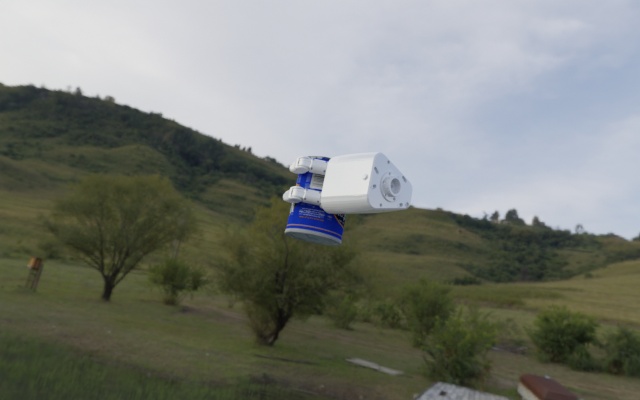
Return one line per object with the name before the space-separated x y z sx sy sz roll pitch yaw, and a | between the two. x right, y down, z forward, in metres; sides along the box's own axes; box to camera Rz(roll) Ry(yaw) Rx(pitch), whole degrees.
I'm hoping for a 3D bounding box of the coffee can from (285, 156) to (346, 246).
coffee can | 0.000 0.003 0.866 0.103 0.140 0.103 11 -13 3
